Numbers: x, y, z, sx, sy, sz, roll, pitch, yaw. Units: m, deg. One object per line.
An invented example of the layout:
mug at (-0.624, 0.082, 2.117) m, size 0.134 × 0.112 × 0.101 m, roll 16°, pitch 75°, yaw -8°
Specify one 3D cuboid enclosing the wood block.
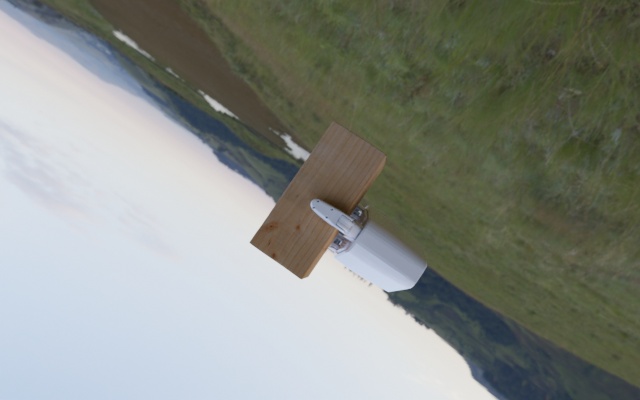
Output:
wood block at (0.000, 0.003, 0.693) m, size 0.090 × 0.206 × 0.091 m, roll 34°, pitch -3°, yaw 8°
